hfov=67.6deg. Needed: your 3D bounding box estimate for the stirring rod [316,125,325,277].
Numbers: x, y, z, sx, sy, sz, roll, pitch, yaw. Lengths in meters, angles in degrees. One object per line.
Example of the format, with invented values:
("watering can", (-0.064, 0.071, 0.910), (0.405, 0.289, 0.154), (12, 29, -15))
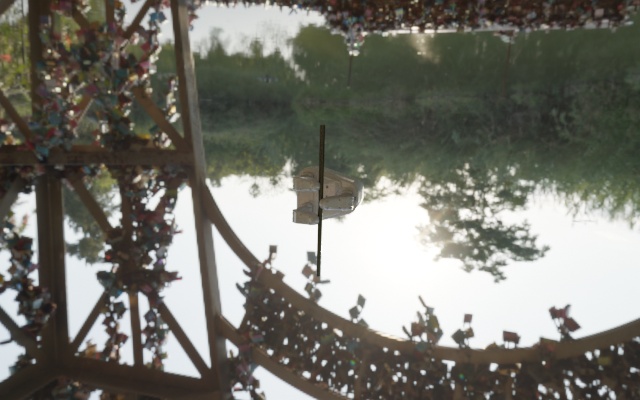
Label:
("stirring rod", (0.000, 0.002, 0.754), (0.011, 0.239, 0.011), (2, 8, 0))
